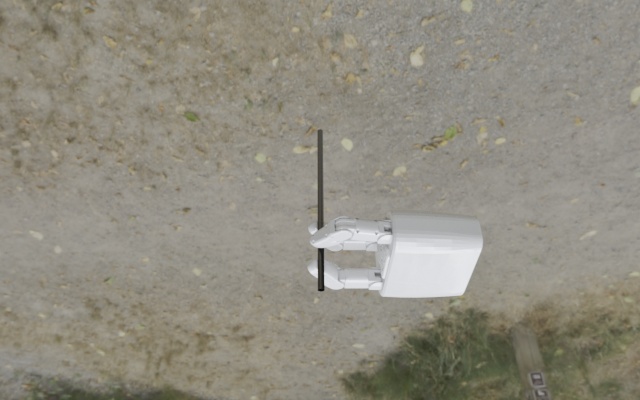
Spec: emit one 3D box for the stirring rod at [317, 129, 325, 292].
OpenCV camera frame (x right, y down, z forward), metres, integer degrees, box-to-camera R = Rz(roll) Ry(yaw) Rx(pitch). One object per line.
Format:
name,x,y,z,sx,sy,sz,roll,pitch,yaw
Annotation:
stirring rod,0.000,0.002,0.610,0.011,0.239,0.011,0,-33,0
